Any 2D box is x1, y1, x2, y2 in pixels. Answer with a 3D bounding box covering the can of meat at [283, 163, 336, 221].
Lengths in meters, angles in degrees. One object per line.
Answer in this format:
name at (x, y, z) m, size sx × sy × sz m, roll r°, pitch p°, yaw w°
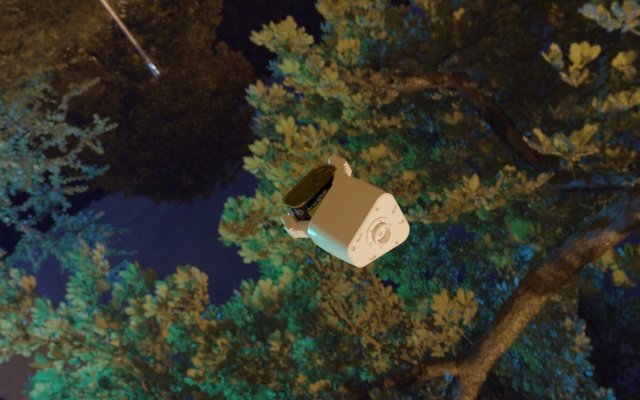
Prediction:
can of meat at (0.000, 0.003, 0.807) m, size 0.102 × 0.084 × 0.057 m, roll -45°, pitch 34°, yaw -18°
